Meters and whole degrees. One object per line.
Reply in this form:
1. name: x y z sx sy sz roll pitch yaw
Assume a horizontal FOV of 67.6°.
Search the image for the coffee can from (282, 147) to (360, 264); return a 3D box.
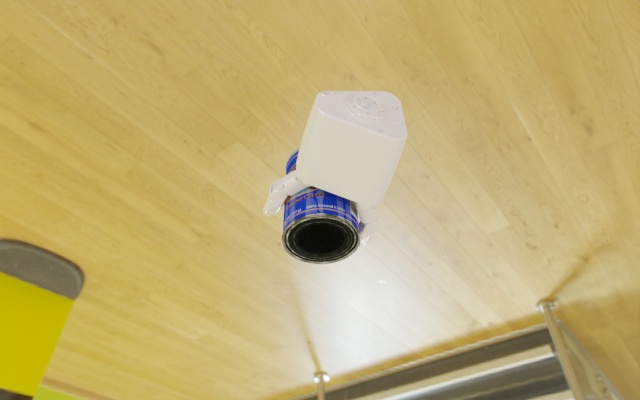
1. coffee can: 0.000 0.002 0.664 0.103 0.140 0.103 0 -43 0
